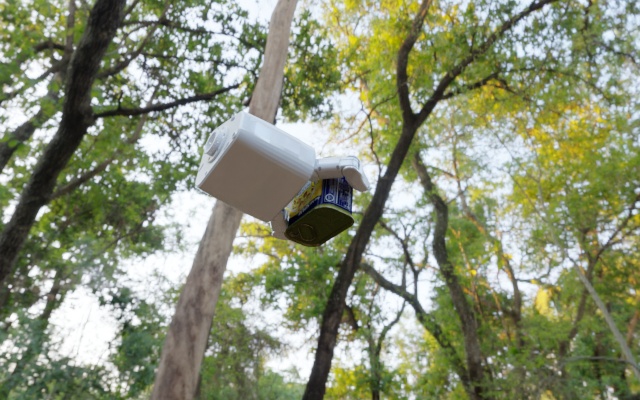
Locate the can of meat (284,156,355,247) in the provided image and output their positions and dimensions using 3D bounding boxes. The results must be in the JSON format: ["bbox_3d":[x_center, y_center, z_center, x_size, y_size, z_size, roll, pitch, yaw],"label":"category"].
[{"bbox_3d":[0.000,0.002,0.634,0.057,0.084,0.102,25,-39,-26],"label":"can of meat"}]
